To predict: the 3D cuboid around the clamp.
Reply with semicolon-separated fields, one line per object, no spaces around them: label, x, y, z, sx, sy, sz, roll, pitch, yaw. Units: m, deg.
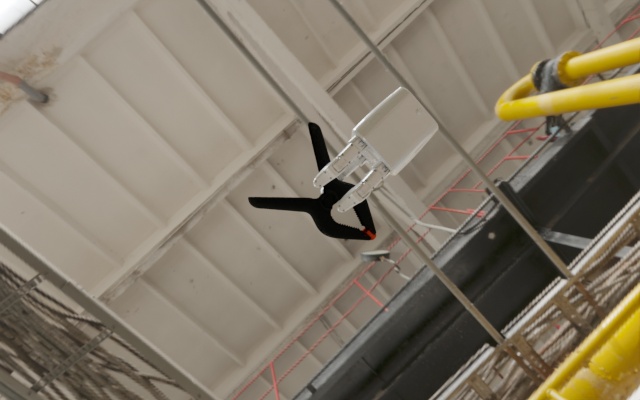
clamp;0.001;0.003;0.774;0.164;0.210;0.036;-44;11;-2
